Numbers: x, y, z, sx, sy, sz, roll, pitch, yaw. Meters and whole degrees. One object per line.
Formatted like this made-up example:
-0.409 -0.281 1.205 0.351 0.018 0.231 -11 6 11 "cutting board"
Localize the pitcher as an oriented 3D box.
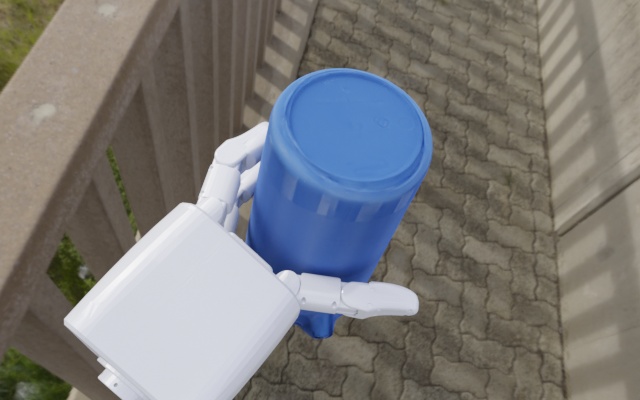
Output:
0.000 0.001 0.407 0.149 0.145 0.243 36 -30 10 "pitcher"
